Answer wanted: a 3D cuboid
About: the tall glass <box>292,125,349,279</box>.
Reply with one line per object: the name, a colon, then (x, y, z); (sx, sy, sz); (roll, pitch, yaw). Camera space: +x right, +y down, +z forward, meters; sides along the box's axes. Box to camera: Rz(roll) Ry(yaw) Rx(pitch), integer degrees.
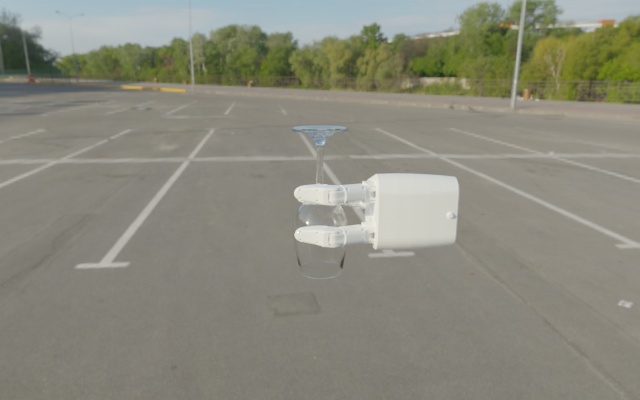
tall glass: (0.000, 0.001, 0.649); (0.079, 0.201, 0.079); (0, 15, 0)
